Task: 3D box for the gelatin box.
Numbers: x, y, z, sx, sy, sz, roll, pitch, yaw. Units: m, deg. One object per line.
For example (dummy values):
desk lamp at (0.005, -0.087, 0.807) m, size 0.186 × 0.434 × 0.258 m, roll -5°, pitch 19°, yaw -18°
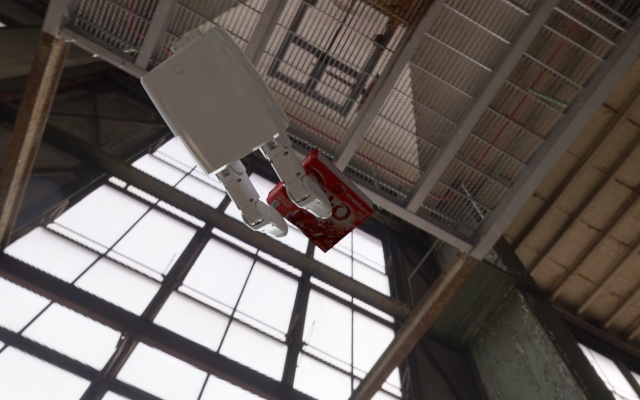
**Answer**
gelatin box at (0.000, 0.002, 0.500) m, size 0.073 × 0.089 × 0.030 m, roll -42°, pitch 17°, yaw 18°
